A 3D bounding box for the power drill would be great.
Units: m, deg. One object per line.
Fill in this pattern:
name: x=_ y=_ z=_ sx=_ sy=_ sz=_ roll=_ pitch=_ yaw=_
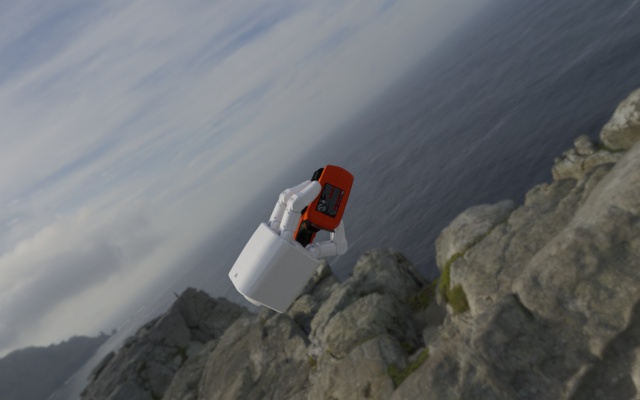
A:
power drill: x=0.000 y=0.003 z=0.849 sx=0.057 sy=0.184 sz=0.188 roll=21 pitch=-19 yaw=-8
